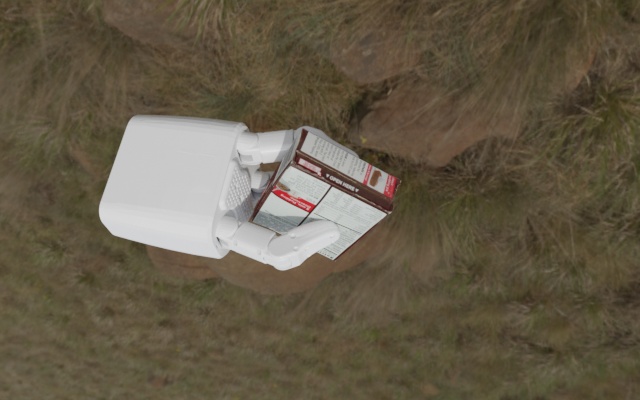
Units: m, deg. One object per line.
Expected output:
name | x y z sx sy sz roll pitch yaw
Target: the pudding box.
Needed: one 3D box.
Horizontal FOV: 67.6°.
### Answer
pudding box | 0.000 0.001 0.405 0.090 0.039 0.113 26 -32 -10
